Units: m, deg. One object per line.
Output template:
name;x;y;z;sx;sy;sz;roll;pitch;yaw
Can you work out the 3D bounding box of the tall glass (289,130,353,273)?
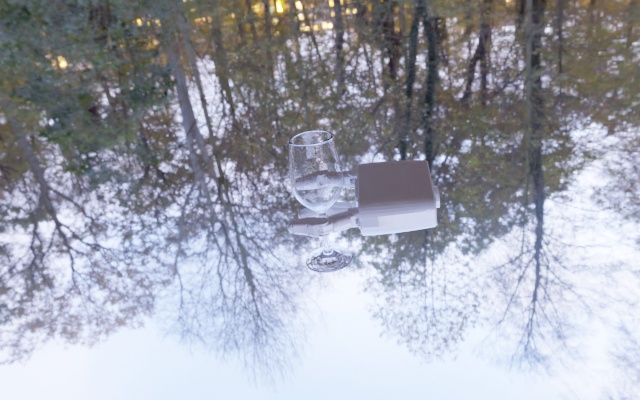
tall glass;0.000;0.003;0.699;0.079;0.201;0.079;-7;26;4
